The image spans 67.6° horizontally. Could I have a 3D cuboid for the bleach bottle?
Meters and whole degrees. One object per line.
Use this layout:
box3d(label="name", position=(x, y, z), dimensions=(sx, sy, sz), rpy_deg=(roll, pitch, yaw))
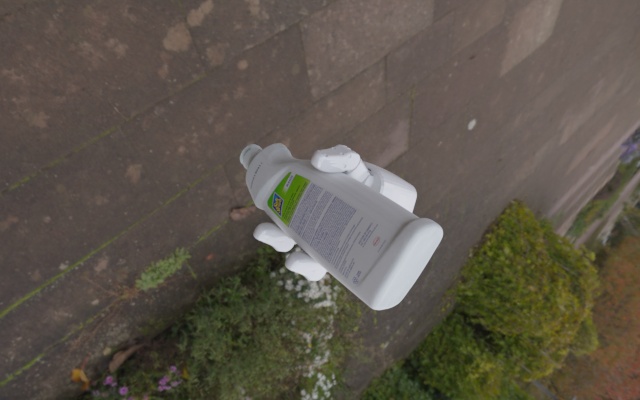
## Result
box3d(label="bleach bottle", position=(0.000, 0.002, 0.513), dimensions=(0.250, 0.102, 0.068), rpy_deg=(38, 17, 33))
